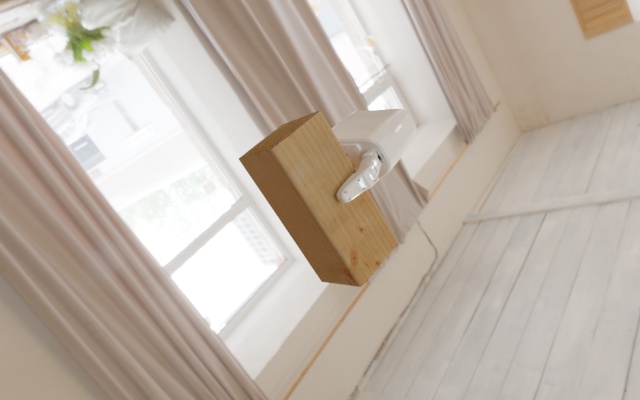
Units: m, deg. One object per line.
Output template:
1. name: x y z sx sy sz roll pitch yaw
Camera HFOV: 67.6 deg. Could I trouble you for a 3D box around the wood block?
1. wood block: 0.001 0.002 0.618 0.090 0.206 0.091 -43 20 -30
